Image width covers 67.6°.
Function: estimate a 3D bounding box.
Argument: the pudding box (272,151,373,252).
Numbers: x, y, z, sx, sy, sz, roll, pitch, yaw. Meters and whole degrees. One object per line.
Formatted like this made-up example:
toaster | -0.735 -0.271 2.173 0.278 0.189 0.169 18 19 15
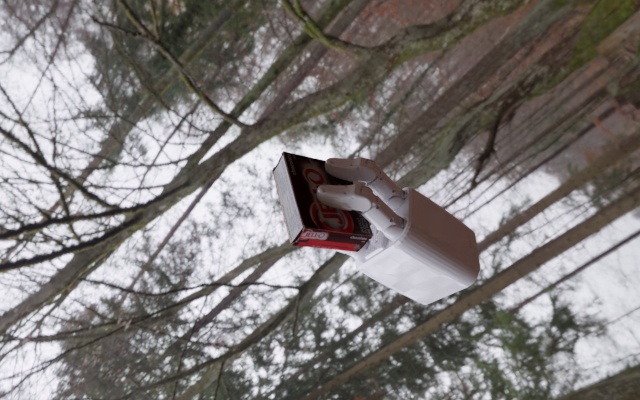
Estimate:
pudding box | 0.000 0.002 0.543 0.090 0.113 0.039 10 -47 -32
